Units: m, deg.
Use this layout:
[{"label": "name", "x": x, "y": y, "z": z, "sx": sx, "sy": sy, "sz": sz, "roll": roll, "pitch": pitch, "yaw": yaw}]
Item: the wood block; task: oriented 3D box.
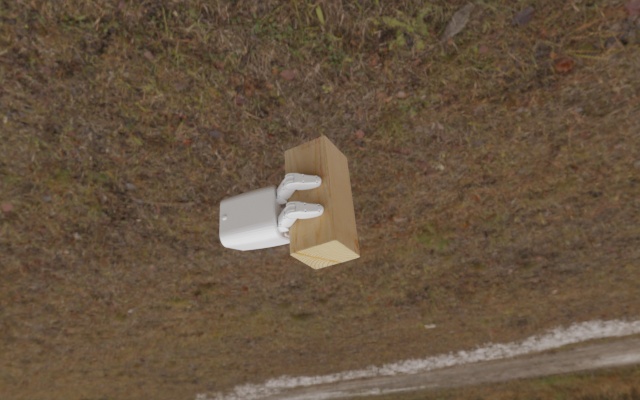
[{"label": "wood block", "x": 0.000, "y": 0.003, "z": 0.843, "sx": 0.090, "sy": 0.206, "sz": 0.091, "roll": -19, "pitch": -32, "yaw": 23}]
